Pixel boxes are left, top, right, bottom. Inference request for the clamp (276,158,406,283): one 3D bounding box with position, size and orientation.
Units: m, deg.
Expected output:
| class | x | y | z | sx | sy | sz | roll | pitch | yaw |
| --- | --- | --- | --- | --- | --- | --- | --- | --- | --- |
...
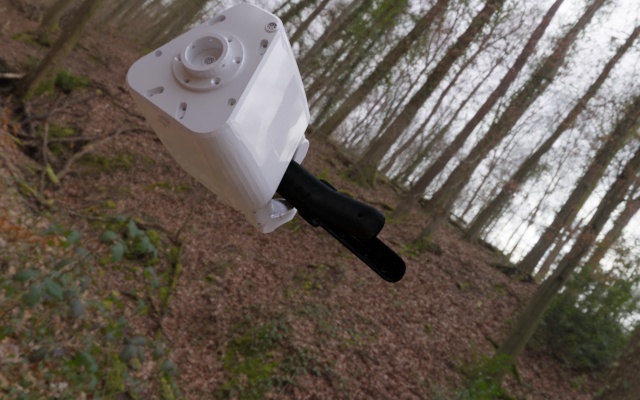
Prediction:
| class | x | y | z | sx | sy | sz | roll | pitch | yaw |
| --- | --- | --- | --- | --- | --- | --- | --- | --- | --- |
| clamp | 0.000 | 0.001 | 0.406 | 0.171 | 0.039 | 0.120 | 35 | -17 | 21 |
